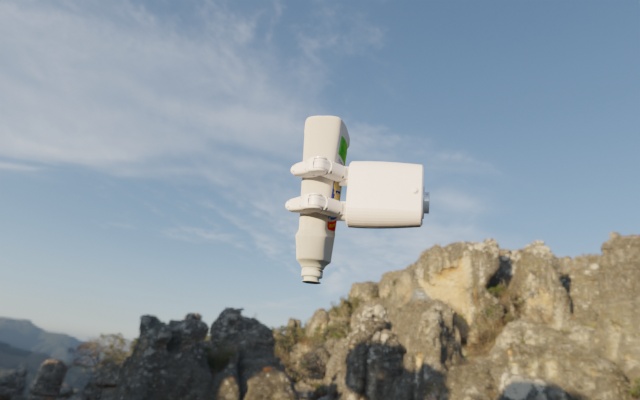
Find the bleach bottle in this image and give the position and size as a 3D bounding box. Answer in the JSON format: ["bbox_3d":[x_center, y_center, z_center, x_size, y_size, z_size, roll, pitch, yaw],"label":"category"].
[{"bbox_3d":[0.000,0.002,0.731,0.068,0.250,0.103,2,-19,12],"label":"bleach bottle"}]
